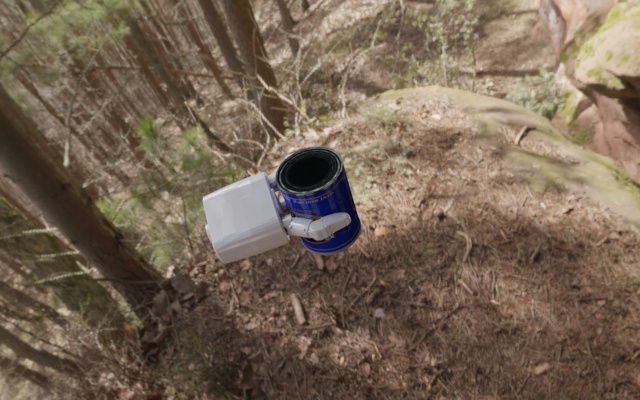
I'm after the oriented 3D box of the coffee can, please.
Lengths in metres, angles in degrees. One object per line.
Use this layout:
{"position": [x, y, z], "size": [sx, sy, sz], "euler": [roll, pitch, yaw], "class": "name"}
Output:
{"position": [0.000, 0.002, 0.739], "size": [0.103, 0.102, 0.140], "euler": [0, -43, 20], "class": "coffee can"}
